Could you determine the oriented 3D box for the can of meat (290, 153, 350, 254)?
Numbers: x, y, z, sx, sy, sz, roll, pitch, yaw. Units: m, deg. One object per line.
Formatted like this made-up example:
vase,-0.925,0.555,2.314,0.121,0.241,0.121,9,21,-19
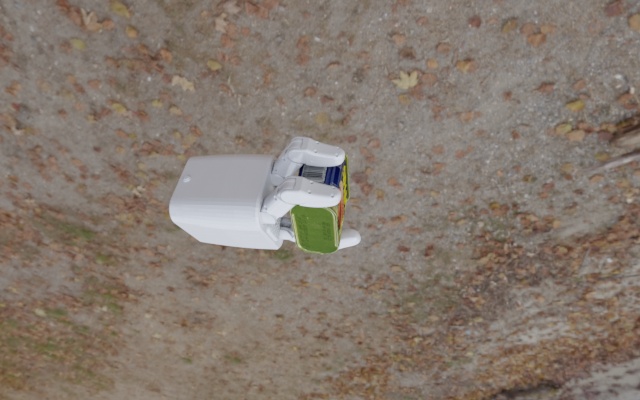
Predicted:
can of meat,0.000,0.002,0.551,0.057,0.084,0.102,4,-38,9
